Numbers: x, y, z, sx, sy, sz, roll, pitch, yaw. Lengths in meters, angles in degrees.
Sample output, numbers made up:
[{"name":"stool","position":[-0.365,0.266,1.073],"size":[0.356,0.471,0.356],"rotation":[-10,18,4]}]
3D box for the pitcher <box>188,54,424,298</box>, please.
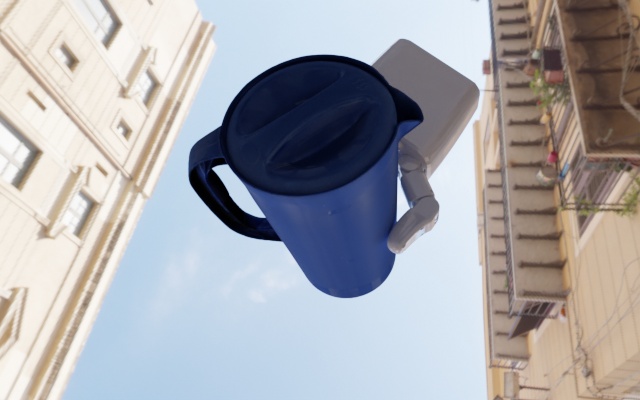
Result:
[{"name":"pitcher","position":[0.000,0.001,0.441],"size":[0.149,0.145,0.243],"rotation":[29,-22,26]}]
